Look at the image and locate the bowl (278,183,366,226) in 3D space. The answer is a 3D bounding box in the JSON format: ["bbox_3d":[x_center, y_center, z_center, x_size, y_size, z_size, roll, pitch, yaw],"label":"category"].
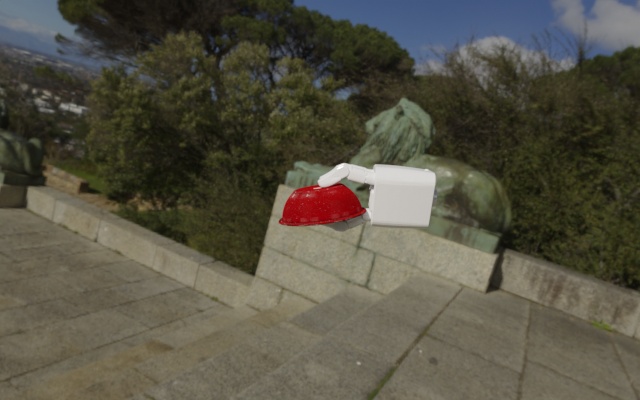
[{"bbox_3d":[-0.001,0.003,0.864,0.162,0.055,0.162,-8,8,1],"label":"bowl"}]
